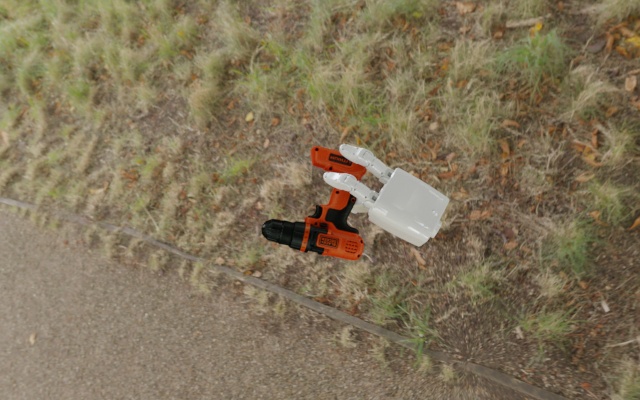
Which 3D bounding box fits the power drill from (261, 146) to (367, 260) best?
[{"bbox_3d":[0.001,0.002,0.854,0.184,0.187,0.057,13,-5,-7],"label":"power drill"}]
